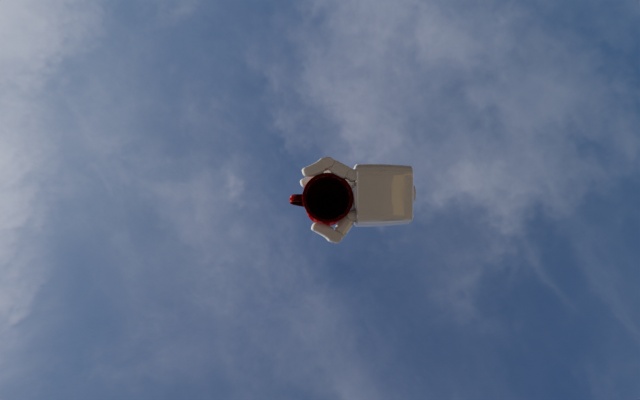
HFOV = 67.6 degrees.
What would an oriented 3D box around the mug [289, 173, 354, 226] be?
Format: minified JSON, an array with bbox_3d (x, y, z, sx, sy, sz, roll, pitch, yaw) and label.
[{"bbox_3d":[-0.001,0.003,0.900,0.117,0.093,0.081,0,-12,-2],"label":"mug"}]
